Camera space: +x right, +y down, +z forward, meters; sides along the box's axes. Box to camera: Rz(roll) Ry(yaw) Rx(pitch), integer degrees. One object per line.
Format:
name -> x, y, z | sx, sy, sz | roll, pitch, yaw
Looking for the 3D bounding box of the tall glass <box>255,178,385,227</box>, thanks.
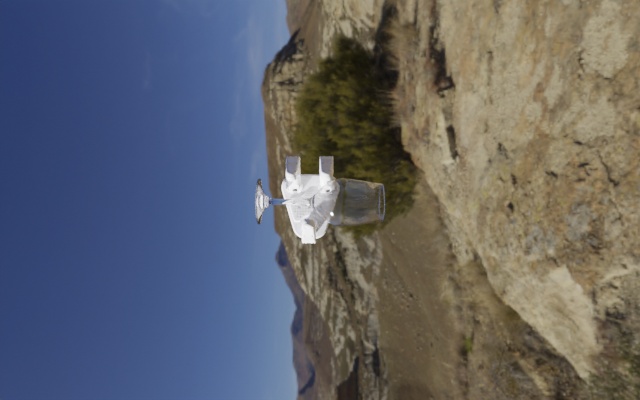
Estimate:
tall glass -> -0.001, 0.003, 0.768 | 0.201, 0.079, 0.079 | 1, 0, 1
